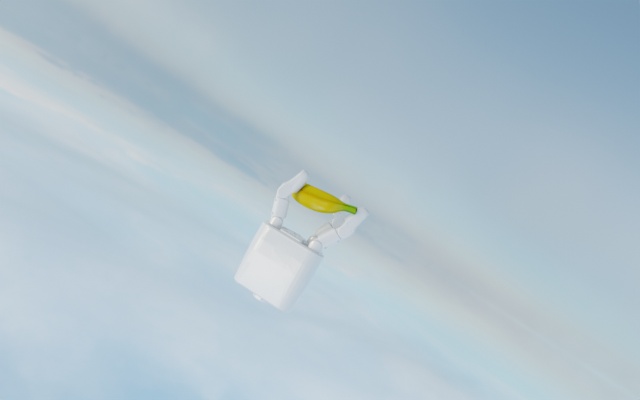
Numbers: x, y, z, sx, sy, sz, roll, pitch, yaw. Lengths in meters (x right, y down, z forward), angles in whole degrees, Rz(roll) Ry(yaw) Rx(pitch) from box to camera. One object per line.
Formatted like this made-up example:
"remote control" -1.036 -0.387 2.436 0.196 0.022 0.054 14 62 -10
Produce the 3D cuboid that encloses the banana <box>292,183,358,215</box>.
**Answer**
"banana" -0.014 -0.004 0.798 0.070 0.037 0.197 27 0 -26
